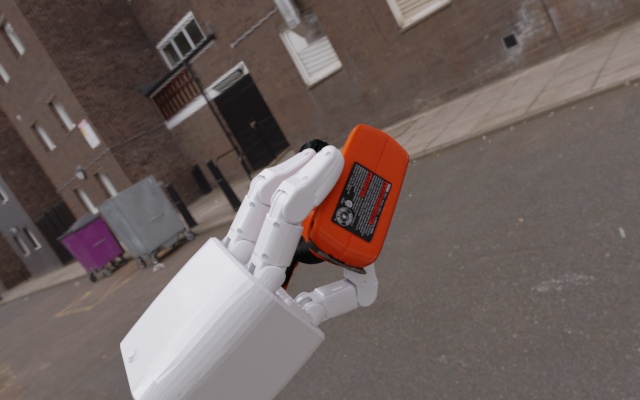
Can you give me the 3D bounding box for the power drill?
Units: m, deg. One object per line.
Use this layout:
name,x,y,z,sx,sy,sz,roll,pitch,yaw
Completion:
power drill,0.000,0.002,0.428,0.057,0.184,0.188,27,-23,-16
